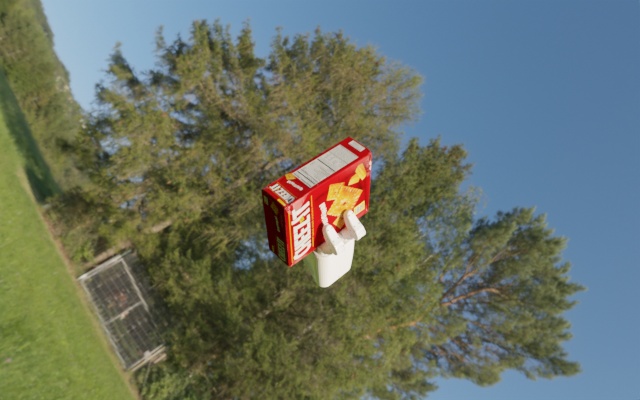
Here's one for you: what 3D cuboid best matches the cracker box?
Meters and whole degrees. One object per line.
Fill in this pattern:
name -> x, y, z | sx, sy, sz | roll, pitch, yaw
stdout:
cracker box -> 0.000, 0.003, 0.893 | 0.213, 0.164, 0.072 | -34, 54, -28
